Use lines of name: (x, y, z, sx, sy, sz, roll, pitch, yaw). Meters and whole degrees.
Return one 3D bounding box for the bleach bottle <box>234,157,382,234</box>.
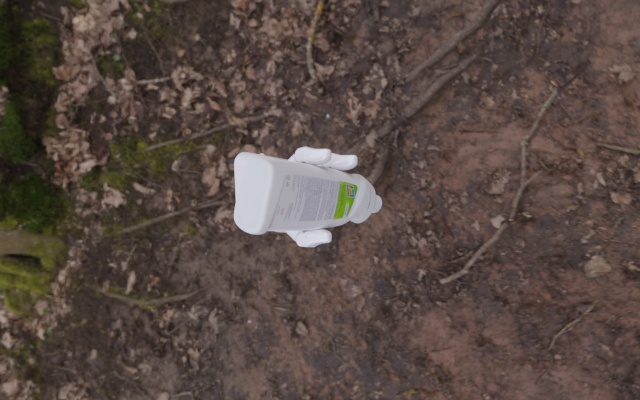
bleach bottle: (0.000, 0.002, 0.698, 0.251, 0.102, 0.068, 7, 9, -45)
